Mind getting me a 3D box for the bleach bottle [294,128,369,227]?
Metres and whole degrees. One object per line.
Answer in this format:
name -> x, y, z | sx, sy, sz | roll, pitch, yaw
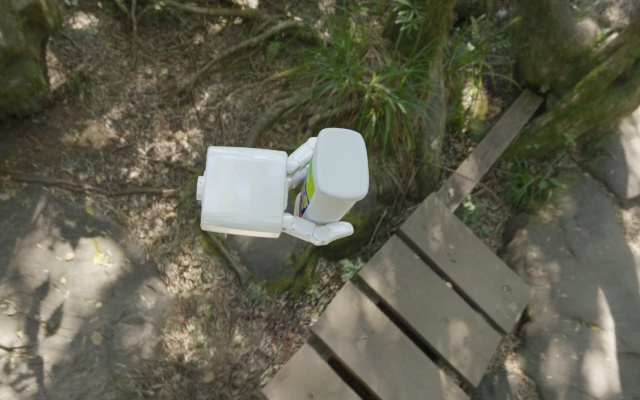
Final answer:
bleach bottle -> 0.000, 0.002, 0.691 | 0.068, 0.102, 0.251 | 5, -26, -11
